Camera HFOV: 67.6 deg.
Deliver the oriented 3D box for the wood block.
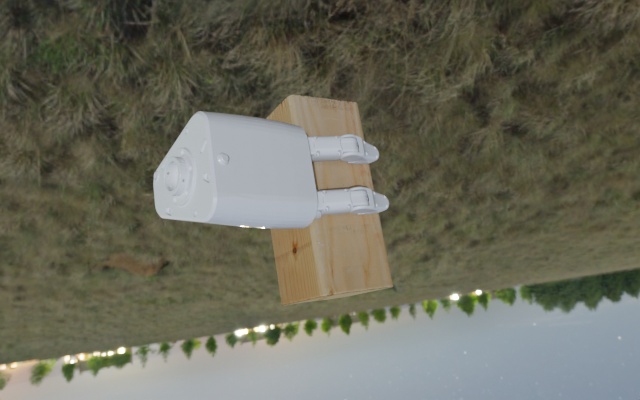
[{"bbox_3d":[0.000,0.002,0.522,0.090,0.206,0.091,-1,-16,-32],"label":"wood block"}]
